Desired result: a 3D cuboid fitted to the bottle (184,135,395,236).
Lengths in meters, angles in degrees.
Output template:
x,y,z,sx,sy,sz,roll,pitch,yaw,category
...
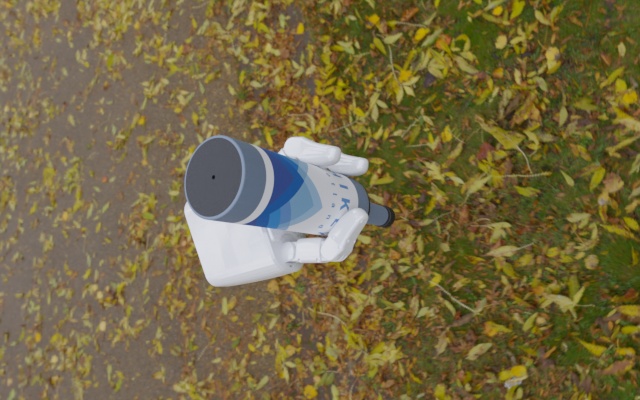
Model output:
x,y,z,sx,sy,sz,roll,pitch,yaw,category
0.000,0.002,0.486,0.069,0.069,0.296,0,-8,35,bottle
